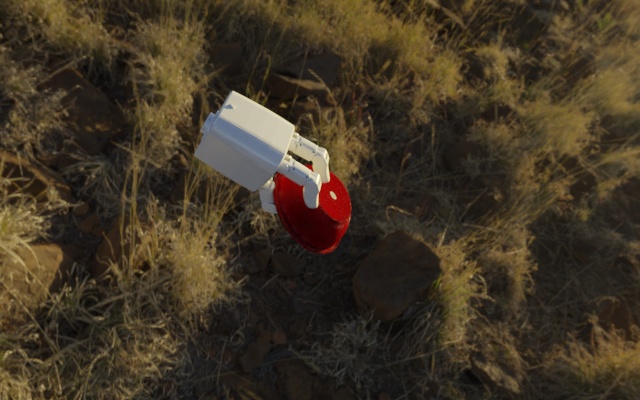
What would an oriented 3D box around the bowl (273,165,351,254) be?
[{"bbox_3d":[0.001,0.003,0.778,0.055,0.162,0.162,-28,-17,34],"label":"bowl"}]
